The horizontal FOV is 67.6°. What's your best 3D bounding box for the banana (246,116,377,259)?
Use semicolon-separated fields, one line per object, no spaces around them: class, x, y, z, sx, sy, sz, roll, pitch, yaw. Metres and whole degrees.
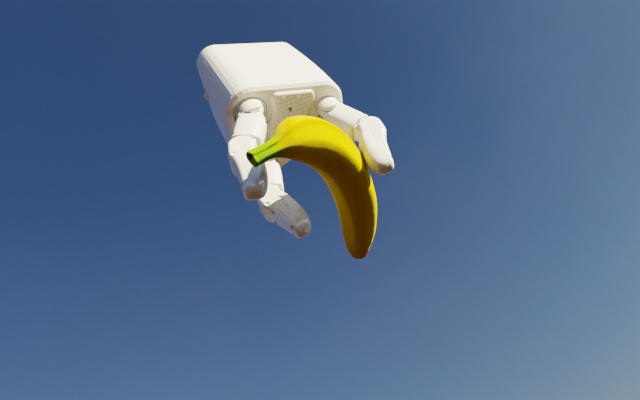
banana;0.011;-0.014;0.402;0.037;0.069;0.198;43;-1;40
